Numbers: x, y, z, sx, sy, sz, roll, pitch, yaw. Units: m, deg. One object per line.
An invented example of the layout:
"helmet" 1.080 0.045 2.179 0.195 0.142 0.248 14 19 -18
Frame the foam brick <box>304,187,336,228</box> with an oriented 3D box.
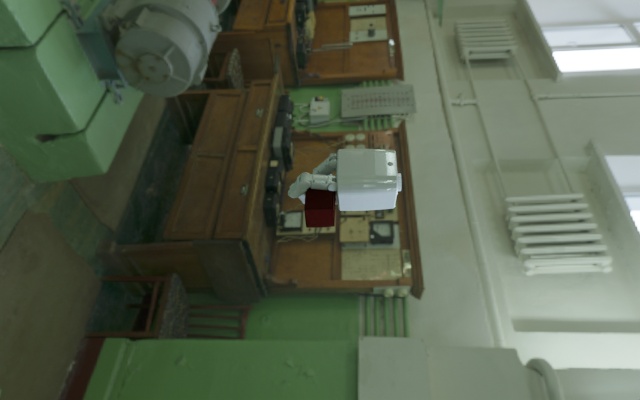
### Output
"foam brick" 0.000 0.003 0.856 0.051 0.078 0.053 0 -40 4
